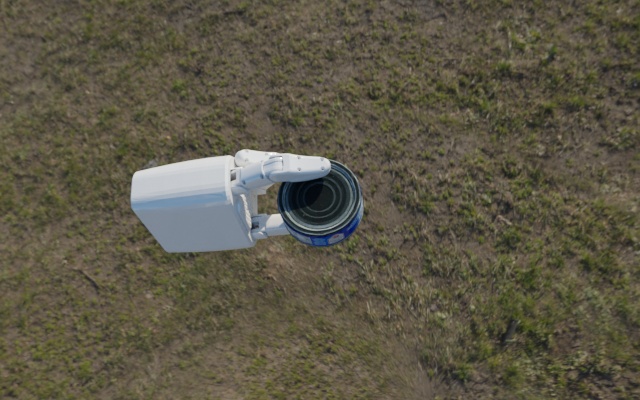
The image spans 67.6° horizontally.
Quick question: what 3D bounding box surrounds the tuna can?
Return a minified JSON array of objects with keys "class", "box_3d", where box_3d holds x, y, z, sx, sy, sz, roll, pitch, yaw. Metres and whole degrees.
[{"class":"tuna can","box_3d":[0.000,0.001,0.482,0.086,0.086,0.034,0,-23,7]}]
